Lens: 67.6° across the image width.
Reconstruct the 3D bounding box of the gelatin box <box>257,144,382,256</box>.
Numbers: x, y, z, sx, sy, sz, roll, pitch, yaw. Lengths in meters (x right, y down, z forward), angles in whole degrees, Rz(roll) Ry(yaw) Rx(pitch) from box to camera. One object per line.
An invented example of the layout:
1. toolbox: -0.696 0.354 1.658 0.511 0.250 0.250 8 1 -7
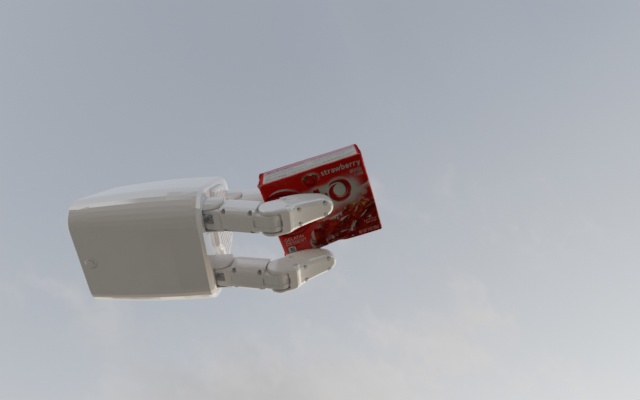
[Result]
1. gelatin box: 0.000 0.001 0.406 0.089 0.073 0.030 -17 25 3
